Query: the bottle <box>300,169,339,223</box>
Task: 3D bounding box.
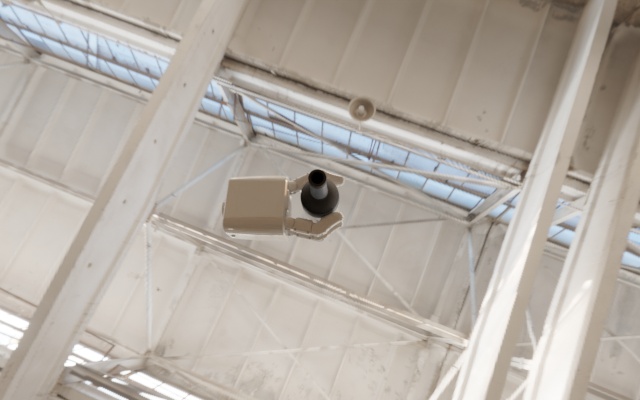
[{"bbox_3d":[0.000,0.003,0.847,0.069,0.069,0.296,0,-14,2],"label":"bottle"}]
